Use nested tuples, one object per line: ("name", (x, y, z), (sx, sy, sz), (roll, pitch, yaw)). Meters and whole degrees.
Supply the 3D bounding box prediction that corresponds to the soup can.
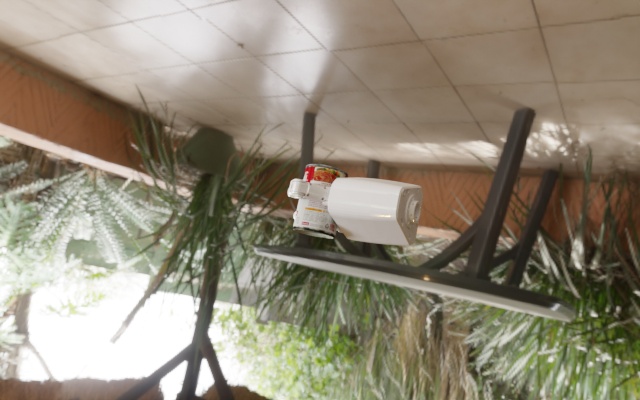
("soup can", (0.000, 0.003, 0.739), (0.068, 0.102, 0.068), (12, -10, 2))
